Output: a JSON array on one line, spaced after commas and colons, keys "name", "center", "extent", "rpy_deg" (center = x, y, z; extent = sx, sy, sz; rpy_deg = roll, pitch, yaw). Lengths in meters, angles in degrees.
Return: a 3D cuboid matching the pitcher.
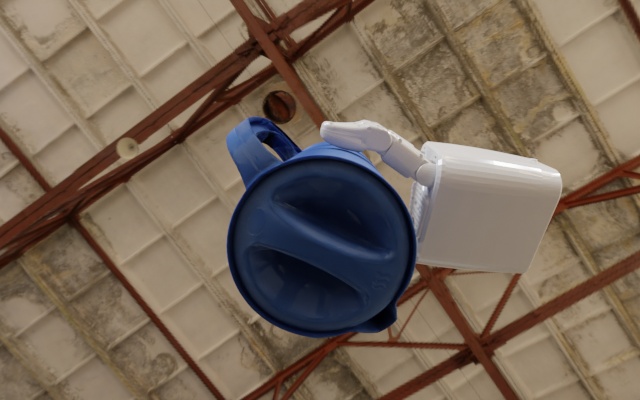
[{"name": "pitcher", "center": [0.000, 0.002, 0.440], "extent": [0.145, 0.149, 0.242], "rpy_deg": [6, 13, 1]}]
